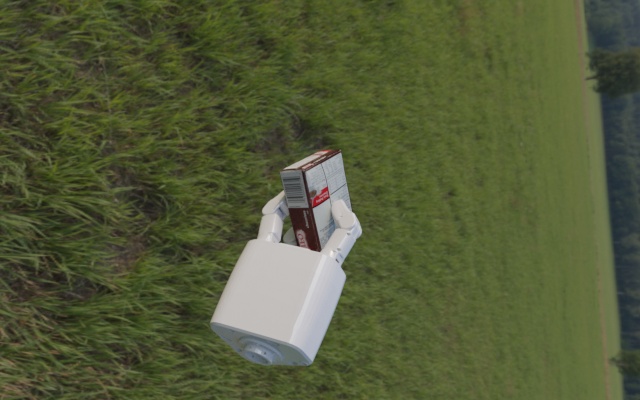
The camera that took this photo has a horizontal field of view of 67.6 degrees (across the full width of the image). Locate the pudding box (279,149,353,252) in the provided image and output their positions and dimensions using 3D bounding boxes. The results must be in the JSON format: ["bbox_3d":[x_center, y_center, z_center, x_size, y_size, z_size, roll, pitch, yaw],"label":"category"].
[{"bbox_3d":[0.000,0.002,0.594,0.039,0.113,0.090,1,21,33],"label":"pudding box"}]
